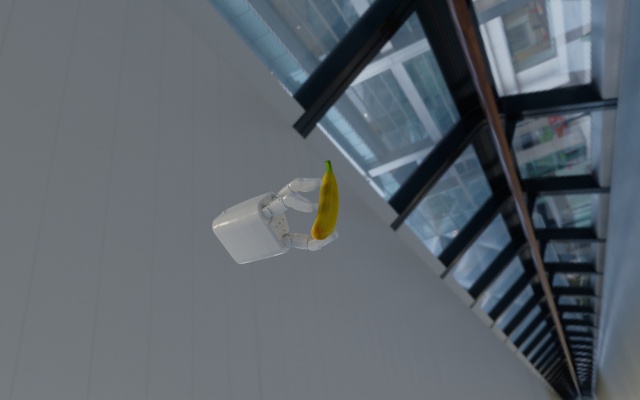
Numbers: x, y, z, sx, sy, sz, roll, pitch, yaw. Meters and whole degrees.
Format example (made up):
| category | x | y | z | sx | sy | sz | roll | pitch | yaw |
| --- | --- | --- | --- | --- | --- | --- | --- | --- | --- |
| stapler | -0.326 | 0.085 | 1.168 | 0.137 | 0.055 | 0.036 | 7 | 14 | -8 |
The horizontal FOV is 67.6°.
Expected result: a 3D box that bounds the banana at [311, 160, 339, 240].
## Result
| category | x | y | z | sx | sy | sz | roll | pitch | yaw |
| --- | --- | --- | --- | --- | --- | --- | --- | --- | --- |
| banana | 0.008 | 0.013 | 0.873 | 0.037 | 0.070 | 0.197 | -15 | 40 | 19 |
